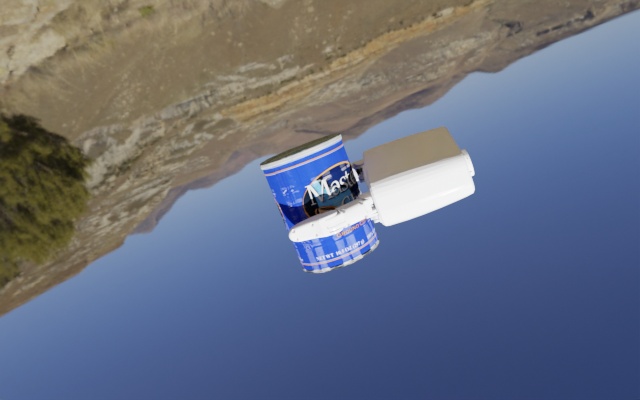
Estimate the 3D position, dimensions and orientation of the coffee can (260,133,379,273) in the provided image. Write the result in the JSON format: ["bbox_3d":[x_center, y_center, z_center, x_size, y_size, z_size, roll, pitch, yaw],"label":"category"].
[{"bbox_3d":[0.000,0.002,0.580,0.103,0.140,0.103,-20,11,4],"label":"coffee can"}]
